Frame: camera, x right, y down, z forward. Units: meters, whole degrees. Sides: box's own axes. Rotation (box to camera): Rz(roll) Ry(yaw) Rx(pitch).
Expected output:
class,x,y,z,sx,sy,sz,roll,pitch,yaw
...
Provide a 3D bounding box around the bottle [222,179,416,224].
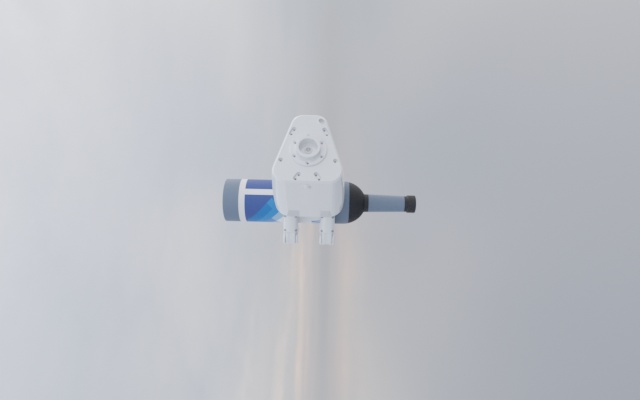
class,x,y,z,sx,sy,sz,roll,pitch,yaw
bottle,0.000,0.002,0.748,0.296,0.069,0.069,1,0,1
